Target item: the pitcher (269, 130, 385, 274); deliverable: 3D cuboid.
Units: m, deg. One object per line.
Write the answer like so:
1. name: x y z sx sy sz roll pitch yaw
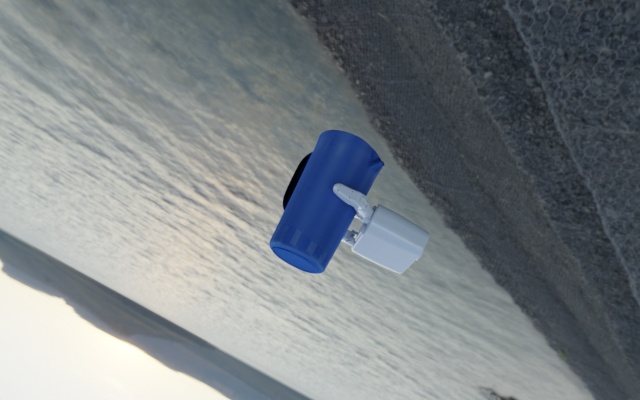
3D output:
1. pitcher: 0.000 0.003 0.868 0.145 0.242 0.149 28 -21 -1
